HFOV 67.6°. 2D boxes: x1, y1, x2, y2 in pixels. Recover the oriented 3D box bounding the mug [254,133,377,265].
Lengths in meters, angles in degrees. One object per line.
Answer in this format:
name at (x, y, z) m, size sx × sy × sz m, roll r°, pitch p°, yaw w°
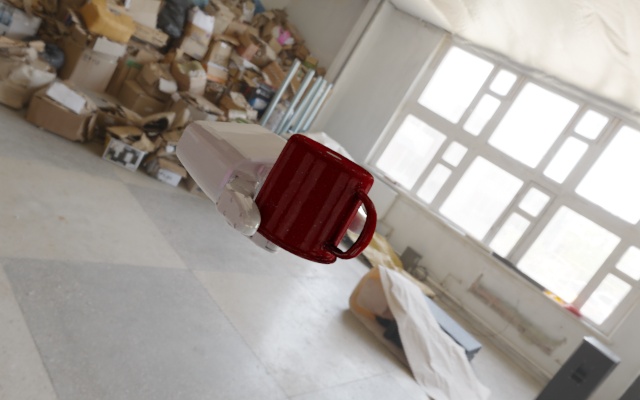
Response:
mug at (0.001, 0.002, 0.402) m, size 0.093 × 0.081 × 0.117 m, roll 18°, pitch 16°, yaw -49°
